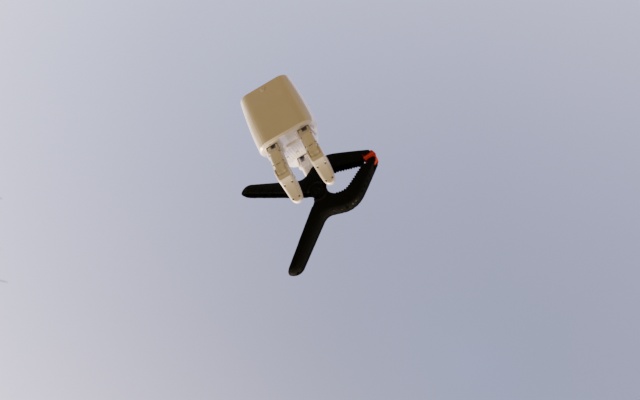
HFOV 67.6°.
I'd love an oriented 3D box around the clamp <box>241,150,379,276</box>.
[{"bbox_3d":[0.001,0.002,0.708,0.210,0.164,0.036,-29,-22,5],"label":"clamp"}]
